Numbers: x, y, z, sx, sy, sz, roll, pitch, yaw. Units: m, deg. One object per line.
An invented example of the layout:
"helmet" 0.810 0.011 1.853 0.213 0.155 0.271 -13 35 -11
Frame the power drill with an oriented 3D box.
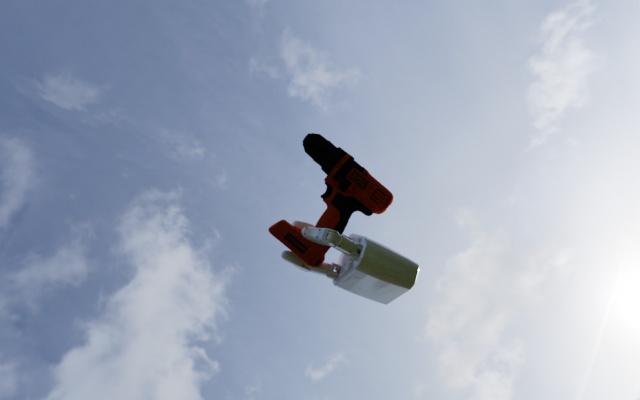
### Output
"power drill" 0.000 0.003 0.800 0.184 0.187 0.057 40 -2 7
